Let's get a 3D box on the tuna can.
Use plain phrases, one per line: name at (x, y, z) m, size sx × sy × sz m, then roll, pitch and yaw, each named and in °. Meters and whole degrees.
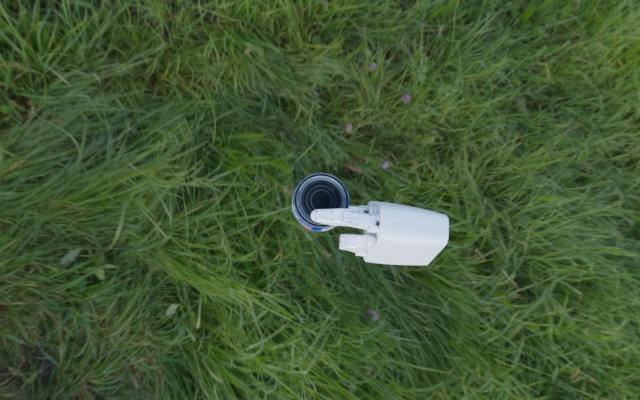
tuna can at (0.000, 0.002, 0.714) m, size 0.086 × 0.086 × 0.034 m, roll 0°, pitch -10°, yaw -5°
